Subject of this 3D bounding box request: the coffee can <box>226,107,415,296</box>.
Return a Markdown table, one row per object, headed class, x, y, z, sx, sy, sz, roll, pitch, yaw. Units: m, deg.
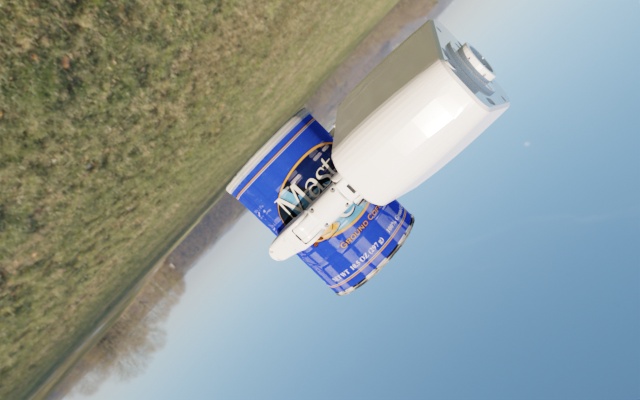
| class | x | y | z | sx | sy | sz | roll | pitch | yaw |
| --- | --- | --- | --- | --- | --- | --- | --- | --- | --- |
| coffee can | 0.000 | 0.001 | 0.437 | 0.140 | 0.103 | 0.103 | 44 | -6 | -6 |
